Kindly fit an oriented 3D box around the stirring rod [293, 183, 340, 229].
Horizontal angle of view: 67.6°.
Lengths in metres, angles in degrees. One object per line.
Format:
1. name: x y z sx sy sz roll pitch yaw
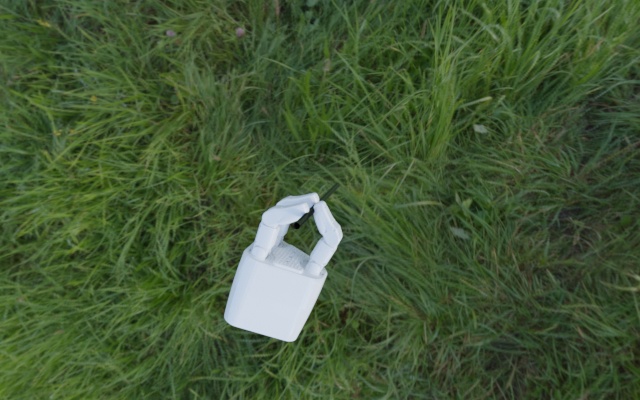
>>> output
1. stirring rod: 0.000 0.002 0.661 0.011 0.011 0.239 0 13 14
